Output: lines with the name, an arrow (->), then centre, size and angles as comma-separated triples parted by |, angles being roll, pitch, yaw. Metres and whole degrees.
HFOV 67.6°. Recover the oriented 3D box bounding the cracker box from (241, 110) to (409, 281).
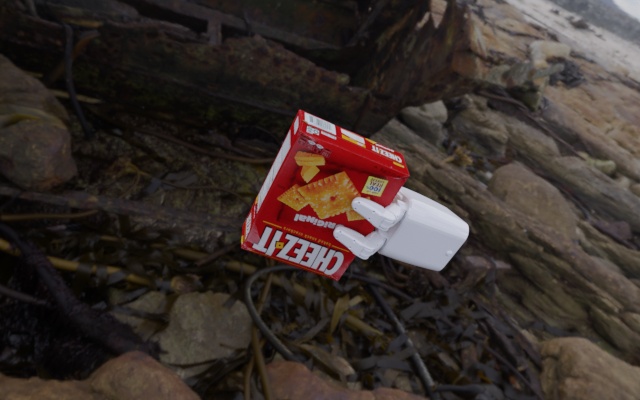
cracker box -> 0.000, 0.002, 0.685 | 0.164, 0.214, 0.072 | 21, 30, -15
